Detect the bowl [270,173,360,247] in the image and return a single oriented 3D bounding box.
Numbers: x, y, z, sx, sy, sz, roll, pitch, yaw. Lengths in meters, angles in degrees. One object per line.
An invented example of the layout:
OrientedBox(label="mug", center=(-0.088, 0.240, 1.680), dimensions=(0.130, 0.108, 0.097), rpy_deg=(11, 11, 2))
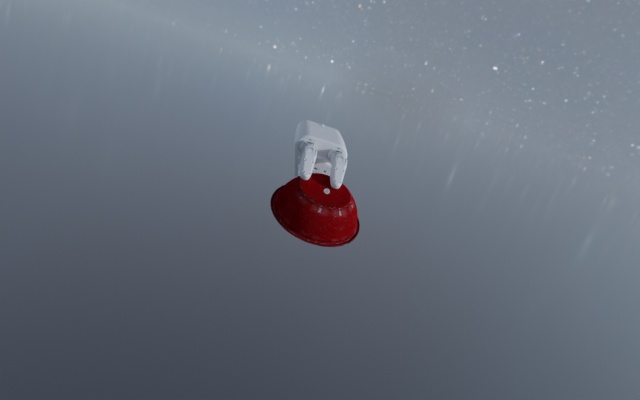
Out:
OrientedBox(label="bowl", center=(0.001, 0.003, 0.805), dimensions=(0.162, 0.055, 0.162), rpy_deg=(15, 37, -12))
